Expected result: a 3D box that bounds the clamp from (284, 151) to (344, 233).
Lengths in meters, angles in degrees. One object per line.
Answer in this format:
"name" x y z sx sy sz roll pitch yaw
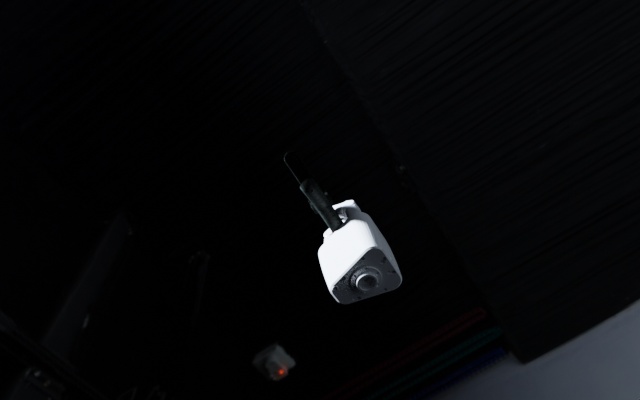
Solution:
"clamp" 0.000 0.003 0.784 0.039 0.171 0.120 -33 26 8
